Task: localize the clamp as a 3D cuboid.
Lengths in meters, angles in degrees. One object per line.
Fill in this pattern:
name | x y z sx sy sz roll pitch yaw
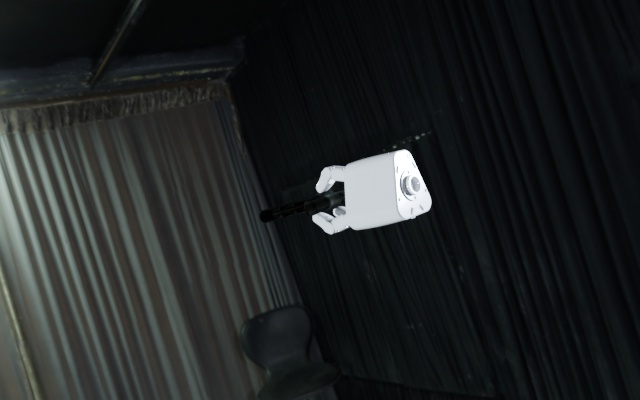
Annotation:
clamp | 0.000 0.002 0.880 0.210 0.036 0.164 -17 5 -43
